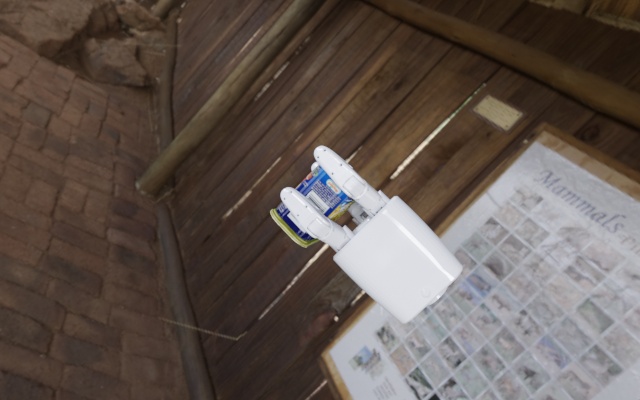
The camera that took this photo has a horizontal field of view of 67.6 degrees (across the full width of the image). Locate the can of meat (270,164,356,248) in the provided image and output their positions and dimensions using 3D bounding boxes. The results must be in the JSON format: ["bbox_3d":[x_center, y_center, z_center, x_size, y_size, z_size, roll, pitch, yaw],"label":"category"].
[{"bbox_3d":[0.000,0.002,0.552,0.084,0.057,0.102,-45,-8,10],"label":"can of meat"}]
